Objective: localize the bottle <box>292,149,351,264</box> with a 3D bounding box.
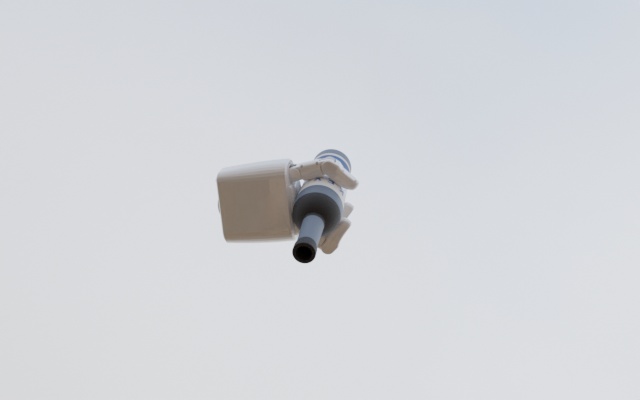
[{"bbox_3d":[0.000,0.002,0.672,0.069,0.069,0.295,0,23,8],"label":"bottle"}]
